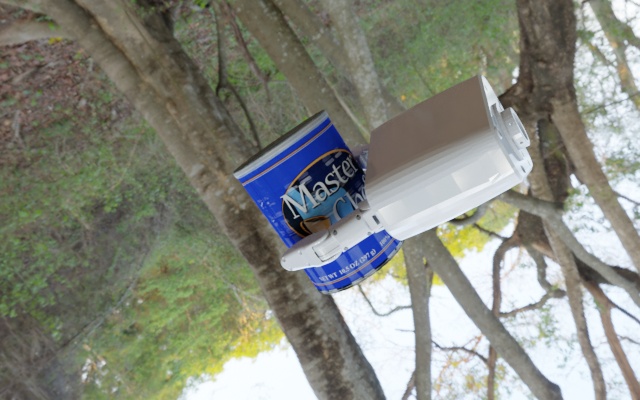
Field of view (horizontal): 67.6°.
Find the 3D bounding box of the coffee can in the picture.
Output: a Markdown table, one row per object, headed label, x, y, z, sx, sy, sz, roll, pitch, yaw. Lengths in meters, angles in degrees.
| label | x | y | z | sx | sy | sz | roll | pitch | yaw |
| --- | --- | --- | --- | --- | --- | --- | --- | --- | --- |
| coffee can | 0.000 | 0.001 | 0.452 | 0.103 | 0.140 | 0.102 | -33 | 11 | 7 |
